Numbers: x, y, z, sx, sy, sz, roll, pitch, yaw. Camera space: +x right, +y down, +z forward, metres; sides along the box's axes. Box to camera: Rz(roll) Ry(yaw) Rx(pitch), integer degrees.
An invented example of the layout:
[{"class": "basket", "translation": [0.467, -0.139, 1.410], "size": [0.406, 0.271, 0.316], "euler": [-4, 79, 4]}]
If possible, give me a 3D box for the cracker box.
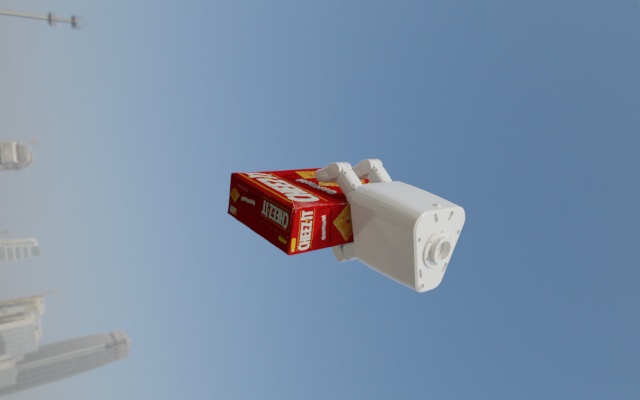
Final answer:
[{"class": "cracker box", "translation": [0.000, 0.002, 0.688], "size": [0.213, 0.072, 0.164], "euler": [-6, 21, -38]}]
